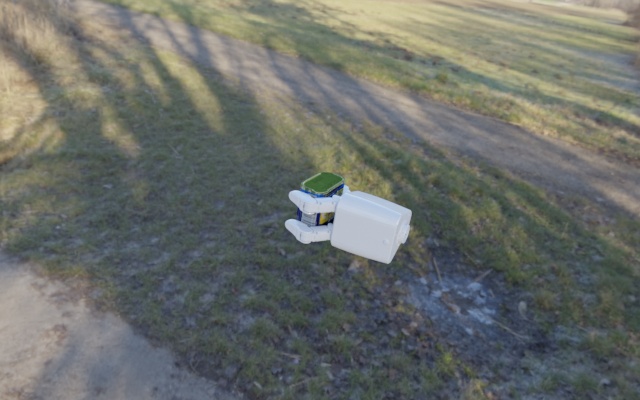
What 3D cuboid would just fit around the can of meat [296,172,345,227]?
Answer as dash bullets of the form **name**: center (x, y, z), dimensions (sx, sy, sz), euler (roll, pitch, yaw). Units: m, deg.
- **can of meat**: center (0.000, 0.002, 0.854), dimensions (0.057, 0.084, 0.102), euler (21, 28, 22)
